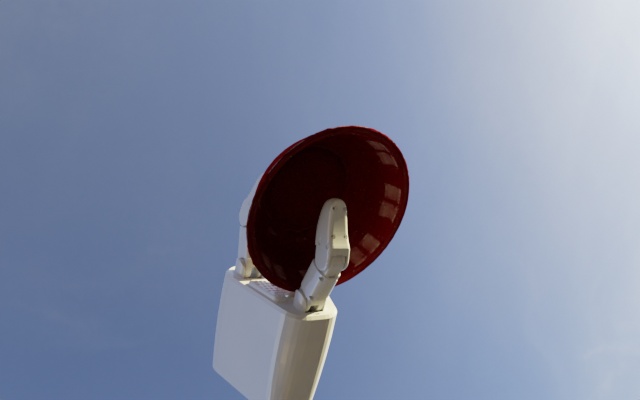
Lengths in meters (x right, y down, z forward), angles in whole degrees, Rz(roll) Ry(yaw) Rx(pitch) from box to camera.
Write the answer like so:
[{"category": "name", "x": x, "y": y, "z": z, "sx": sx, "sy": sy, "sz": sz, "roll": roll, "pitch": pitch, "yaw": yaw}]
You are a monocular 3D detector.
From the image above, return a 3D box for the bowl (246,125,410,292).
[{"category": "bowl", "x": 0.001, "y": 0.000, "z": 0.432, "sx": 0.162, "sy": 0.162, "sz": 0.055, "roll": 0, "pitch": 26, "yaw": -32}]
